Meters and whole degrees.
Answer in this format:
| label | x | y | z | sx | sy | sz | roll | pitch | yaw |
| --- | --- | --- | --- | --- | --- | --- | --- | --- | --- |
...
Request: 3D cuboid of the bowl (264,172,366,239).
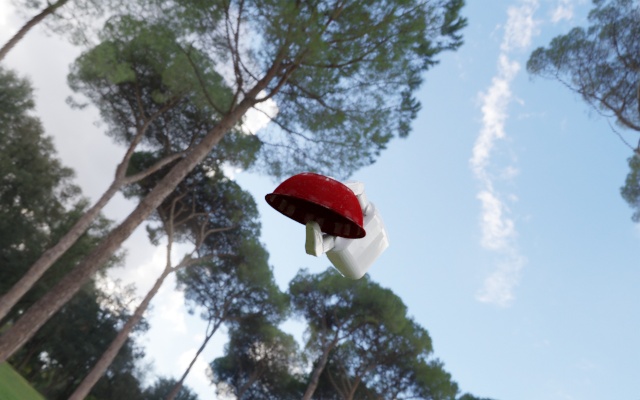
| label | x | y | z | sx | sy | sz | roll | pitch | yaw |
| --- | --- | --- | --- | --- | --- | --- | --- | --- | --- |
| bowl | 0.000 | 0.001 | 0.715 | 0.162 | 0.055 | 0.162 | 20 | -15 | 5 |
